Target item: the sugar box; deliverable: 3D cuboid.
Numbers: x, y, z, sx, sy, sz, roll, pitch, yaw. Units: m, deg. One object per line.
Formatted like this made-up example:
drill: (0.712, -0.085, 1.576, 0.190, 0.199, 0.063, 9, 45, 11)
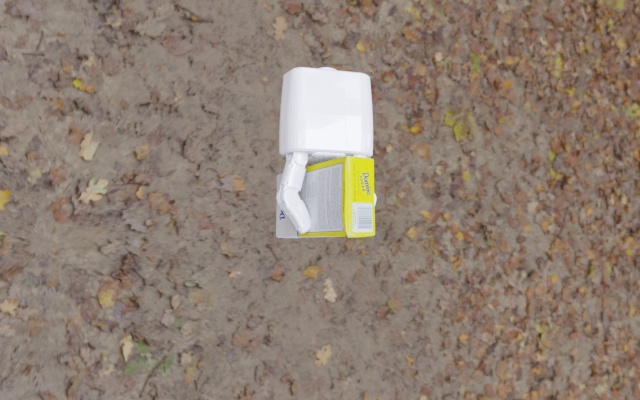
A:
sugar box: (0.001, 0.002, 0.615, 0.048, 0.093, 0.176, 3, -5, -30)
